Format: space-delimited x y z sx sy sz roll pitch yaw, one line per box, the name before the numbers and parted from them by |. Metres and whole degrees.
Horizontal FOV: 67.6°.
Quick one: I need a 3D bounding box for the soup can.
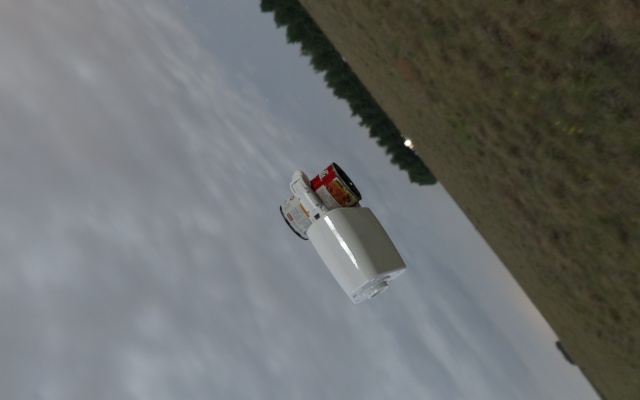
soup can | 0.000 0.002 0.694 0.102 0.068 0.068 -38 -10 13
